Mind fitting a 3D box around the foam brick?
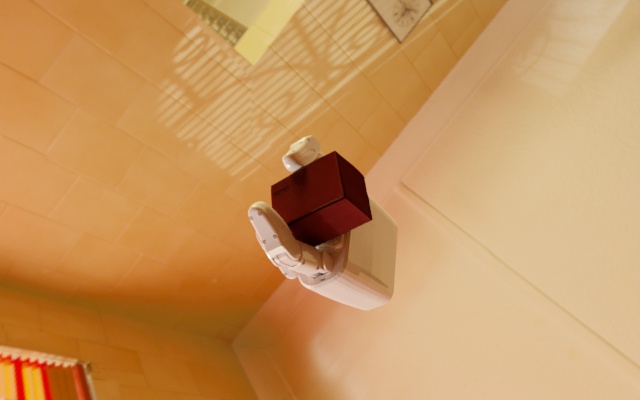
[{"bbox_3d":[0.000,0.001,0.438,0.078,0.053,0.051,-27,-39,26],"label":"foam brick"}]
